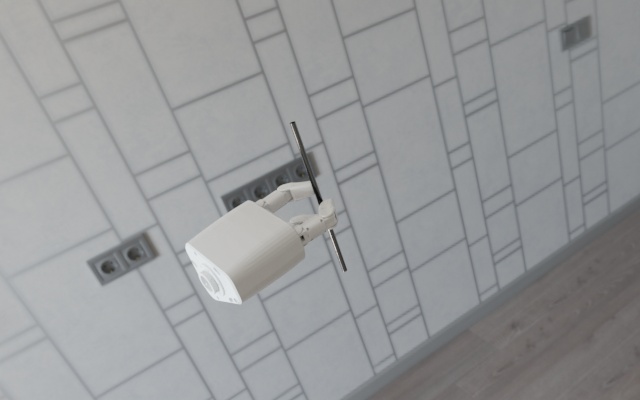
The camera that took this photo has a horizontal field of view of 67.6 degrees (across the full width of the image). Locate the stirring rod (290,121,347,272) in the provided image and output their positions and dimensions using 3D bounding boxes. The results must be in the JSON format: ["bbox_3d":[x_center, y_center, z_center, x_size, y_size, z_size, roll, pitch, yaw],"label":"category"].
[{"bbox_3d":[0.000,0.002,0.668,0.011,0.240,0.011,-16,25,8],"label":"stirring rod"}]
